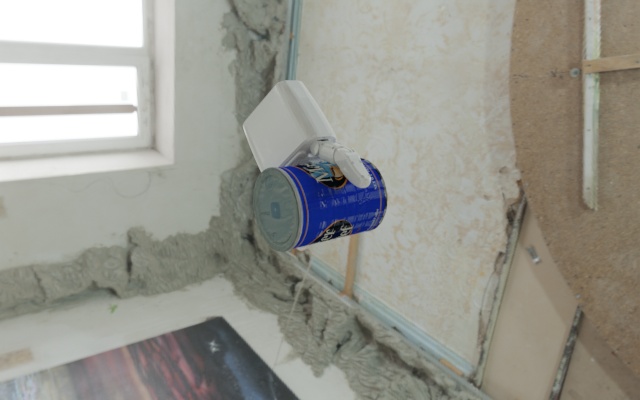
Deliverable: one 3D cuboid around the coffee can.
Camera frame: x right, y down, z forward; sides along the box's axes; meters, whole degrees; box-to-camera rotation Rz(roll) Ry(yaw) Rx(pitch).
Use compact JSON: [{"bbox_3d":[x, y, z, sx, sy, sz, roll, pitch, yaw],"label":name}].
[{"bbox_3d":[0.000,0.002,0.612,0.140,0.103,0.103,-10,6,-36],"label":"coffee can"}]
